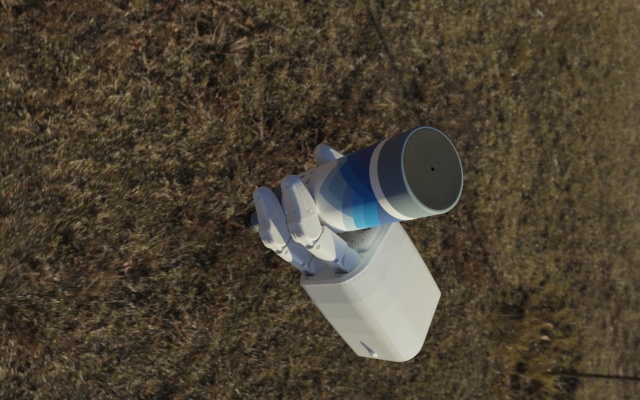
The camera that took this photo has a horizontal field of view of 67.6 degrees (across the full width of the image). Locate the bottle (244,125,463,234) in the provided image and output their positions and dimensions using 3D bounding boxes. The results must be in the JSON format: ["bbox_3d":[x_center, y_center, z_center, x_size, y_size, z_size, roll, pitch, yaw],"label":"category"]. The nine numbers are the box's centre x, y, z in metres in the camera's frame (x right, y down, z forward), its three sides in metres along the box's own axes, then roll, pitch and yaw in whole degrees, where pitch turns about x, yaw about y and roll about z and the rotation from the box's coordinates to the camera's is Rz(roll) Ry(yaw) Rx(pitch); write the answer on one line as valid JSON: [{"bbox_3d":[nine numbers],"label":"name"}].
[{"bbox_3d":[0.000,0.001,0.468,0.069,0.069,0.296,0,-10,-35],"label":"bottle"}]
